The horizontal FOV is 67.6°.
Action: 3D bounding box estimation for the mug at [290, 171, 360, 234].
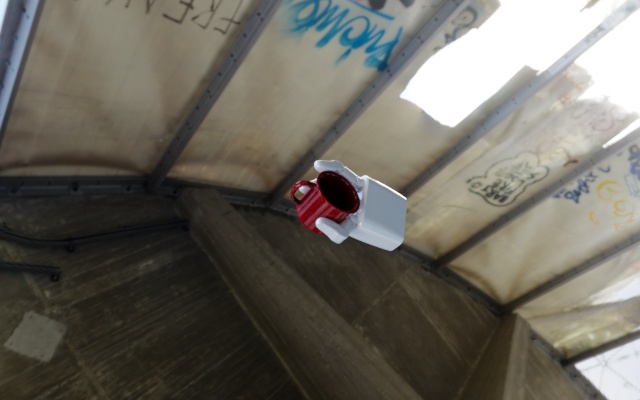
[{"bbox_3d":[-0.001,0.002,0.850,0.117,0.093,0.081,25,-49,-25],"label":"mug"}]
